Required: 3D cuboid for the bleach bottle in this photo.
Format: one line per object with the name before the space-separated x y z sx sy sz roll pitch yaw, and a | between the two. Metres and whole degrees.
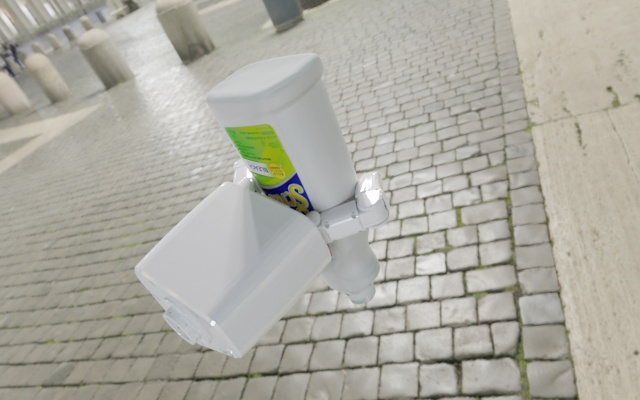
bleach bottle | 0.000 0.001 0.425 0.102 0.251 0.068 9 46 46
